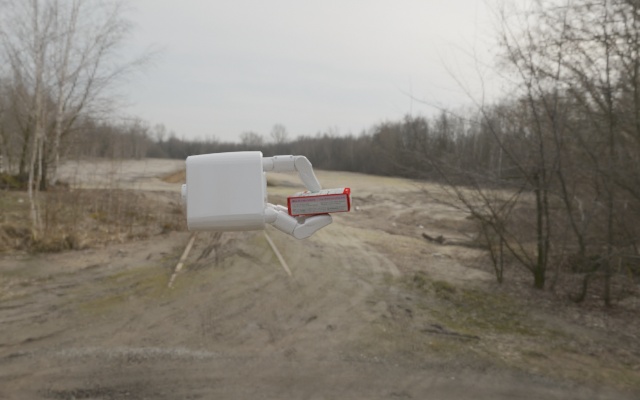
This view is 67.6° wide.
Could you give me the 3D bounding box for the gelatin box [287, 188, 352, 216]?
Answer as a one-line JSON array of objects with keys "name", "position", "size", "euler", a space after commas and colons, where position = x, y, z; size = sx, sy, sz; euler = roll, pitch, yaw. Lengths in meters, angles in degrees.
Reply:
[{"name": "gelatin box", "position": [0.000, 0.002, 0.702], "size": [0.089, 0.030, 0.073], "euler": [-5, 6, 6]}]
